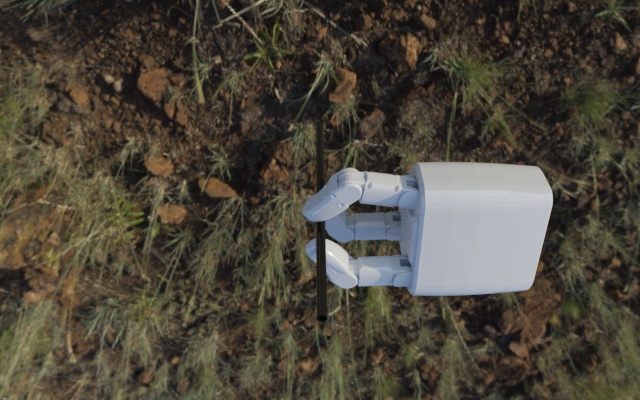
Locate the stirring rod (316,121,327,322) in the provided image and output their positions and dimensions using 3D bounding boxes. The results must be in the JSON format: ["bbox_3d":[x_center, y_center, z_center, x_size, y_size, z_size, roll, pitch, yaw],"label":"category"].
[{"bbox_3d":[0.000,0.001,0.428,0.011,0.011,0.239,0,44,-1],"label":"stirring rod"}]
